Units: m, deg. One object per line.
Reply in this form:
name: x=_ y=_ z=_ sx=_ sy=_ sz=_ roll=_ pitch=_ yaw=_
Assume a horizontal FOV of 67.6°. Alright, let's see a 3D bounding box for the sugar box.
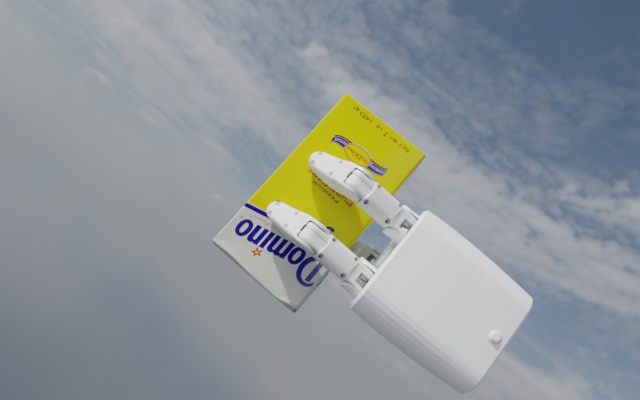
sugar box: x=0.000 y=0.001 z=0.419 sx=0.093 sy=0.176 sz=0.048 roll=39 pitch=-13 yaw=8
